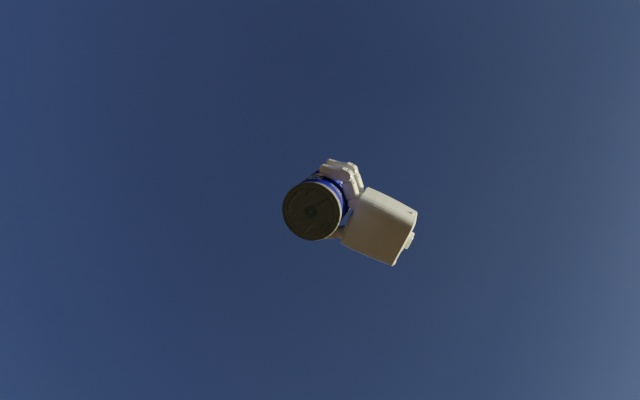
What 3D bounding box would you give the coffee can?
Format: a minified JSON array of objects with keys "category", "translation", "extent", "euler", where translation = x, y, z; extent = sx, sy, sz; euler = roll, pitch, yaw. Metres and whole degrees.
[{"category":"coffee can","translation":[0.000,0.003,0.869],"extent":[0.103,0.103,0.140],"euler":[0,14,14]}]
